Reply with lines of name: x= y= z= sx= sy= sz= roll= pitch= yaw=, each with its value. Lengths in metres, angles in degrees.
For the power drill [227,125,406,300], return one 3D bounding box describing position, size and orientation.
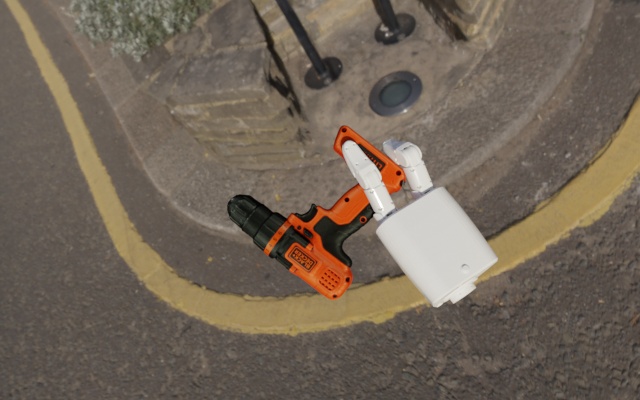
power drill: x=0.001 y=0.002 z=0.597 sx=0.184 sy=0.187 sz=0.057 roll=38 pitch=3 yaw=2
